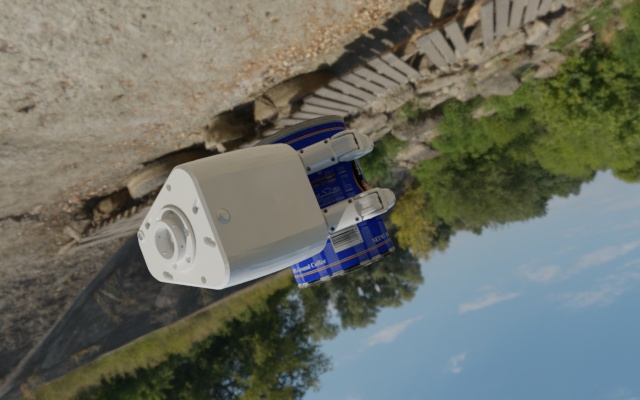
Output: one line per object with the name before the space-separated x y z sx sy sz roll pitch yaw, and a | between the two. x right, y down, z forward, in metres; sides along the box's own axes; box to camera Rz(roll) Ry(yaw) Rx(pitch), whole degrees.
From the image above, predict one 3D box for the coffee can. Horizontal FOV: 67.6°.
coffee can | 0.000 0.001 0.471 0.103 0.140 0.103 -22 -4 -2
